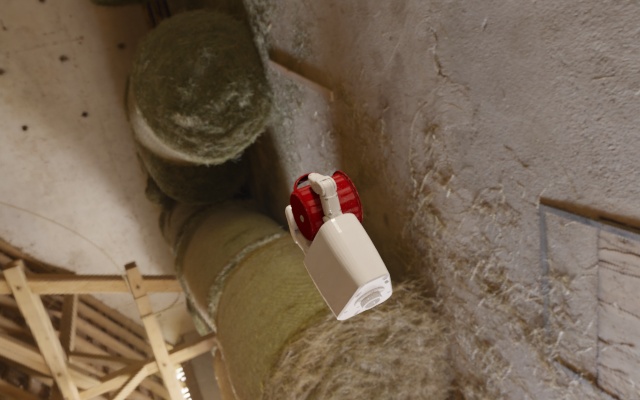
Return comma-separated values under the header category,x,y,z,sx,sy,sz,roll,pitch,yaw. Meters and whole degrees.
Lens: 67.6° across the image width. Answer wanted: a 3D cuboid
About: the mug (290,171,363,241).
category,x,y,z,sx,sy,sz,roll,pitch,yaw
mug,-0.001,0.001,0.730,0.081,0.117,0.093,-21,-32,-20
